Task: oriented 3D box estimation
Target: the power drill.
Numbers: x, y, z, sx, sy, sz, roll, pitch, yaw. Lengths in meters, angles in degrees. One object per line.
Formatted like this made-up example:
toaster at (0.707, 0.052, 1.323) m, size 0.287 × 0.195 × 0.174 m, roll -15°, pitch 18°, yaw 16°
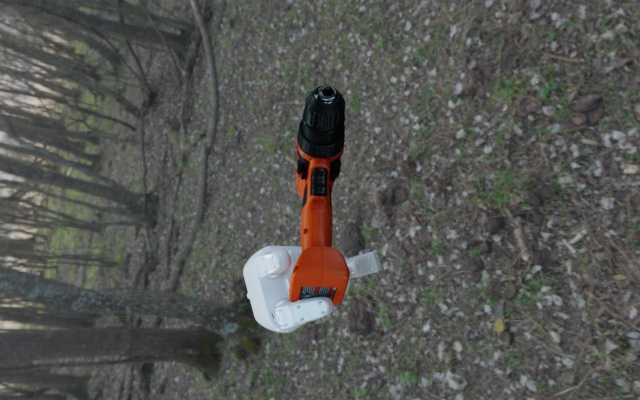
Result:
power drill at (0.000, 0.002, 0.497) m, size 0.057 × 0.187 × 0.184 m, roll 3°, pitch -29°, yaw -2°
